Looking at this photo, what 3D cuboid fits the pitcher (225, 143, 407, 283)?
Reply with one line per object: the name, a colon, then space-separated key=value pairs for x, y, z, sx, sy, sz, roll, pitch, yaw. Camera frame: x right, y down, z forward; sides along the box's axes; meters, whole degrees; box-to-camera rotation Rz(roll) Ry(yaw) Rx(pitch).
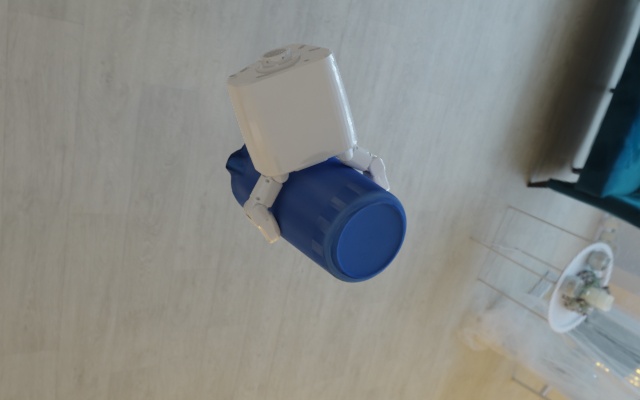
pitcher: x=0.000 y=0.002 z=0.599 sx=0.149 sy=0.145 sz=0.242 roll=-30 pitch=34 yaw=-19
